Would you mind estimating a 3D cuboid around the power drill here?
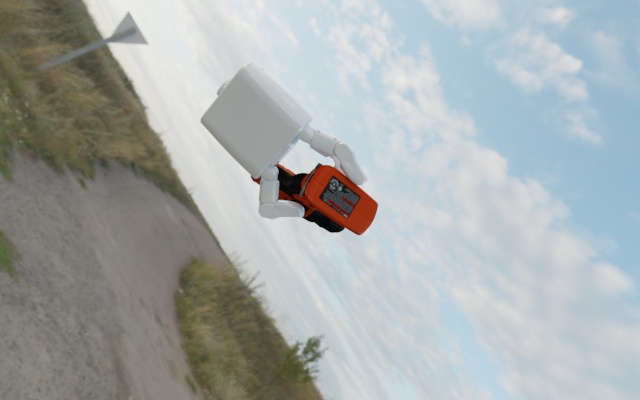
[{"bbox_3d":[0.000,0.002,0.691,0.184,0.057,0.187,34,-12,-25],"label":"power drill"}]
